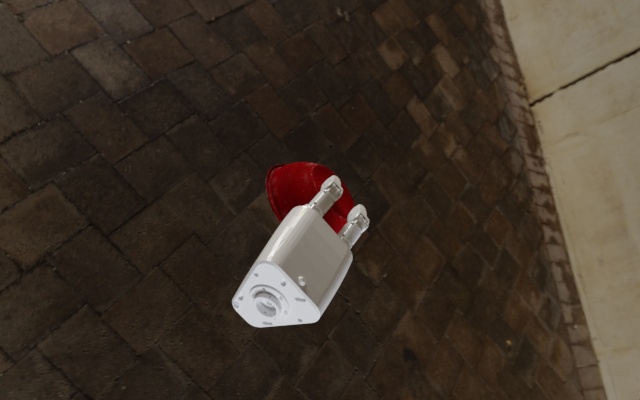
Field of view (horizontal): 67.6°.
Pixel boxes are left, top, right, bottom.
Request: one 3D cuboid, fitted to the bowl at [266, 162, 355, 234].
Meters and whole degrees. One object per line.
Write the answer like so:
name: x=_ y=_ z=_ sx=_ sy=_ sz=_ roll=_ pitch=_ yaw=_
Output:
bowl: x=0.000 y=0.001 z=0.672 sx=0.055 sy=0.162 sz=0.162 roll=-36 pitch=-18 yaw=26
